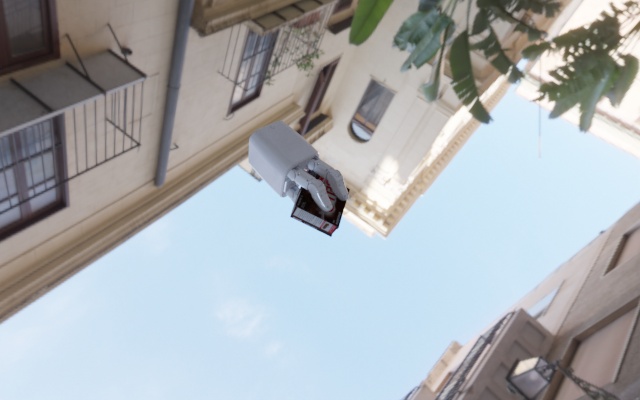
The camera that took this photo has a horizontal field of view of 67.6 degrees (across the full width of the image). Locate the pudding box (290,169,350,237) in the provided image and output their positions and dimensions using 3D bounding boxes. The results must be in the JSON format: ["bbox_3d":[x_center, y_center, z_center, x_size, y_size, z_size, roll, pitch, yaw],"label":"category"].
[{"bbox_3d":[0.000,0.003,0.900,0.090,0.113,0.039,26,-45,-7],"label":"pudding box"}]
